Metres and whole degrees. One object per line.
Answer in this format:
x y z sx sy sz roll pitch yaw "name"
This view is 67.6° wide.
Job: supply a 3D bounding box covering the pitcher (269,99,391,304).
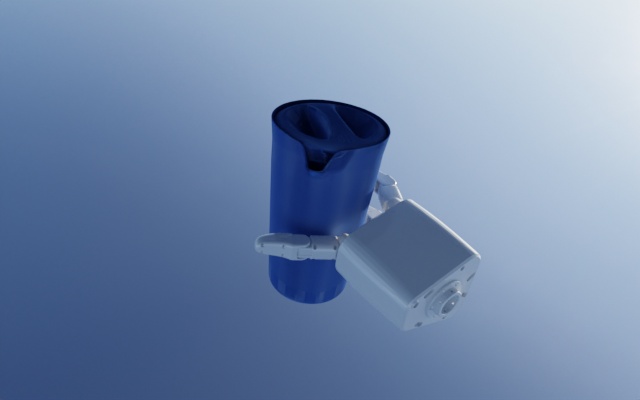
0.000 0.002 0.600 0.149 0.243 0.145 -16 40 -33 "pitcher"
